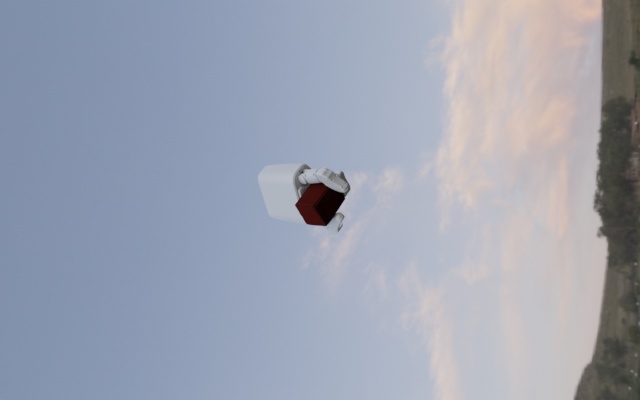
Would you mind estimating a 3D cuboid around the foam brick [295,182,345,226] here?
[{"bbox_3d":[0.000,0.003,0.892,0.051,0.053,0.078,3,44,41],"label":"foam brick"}]
